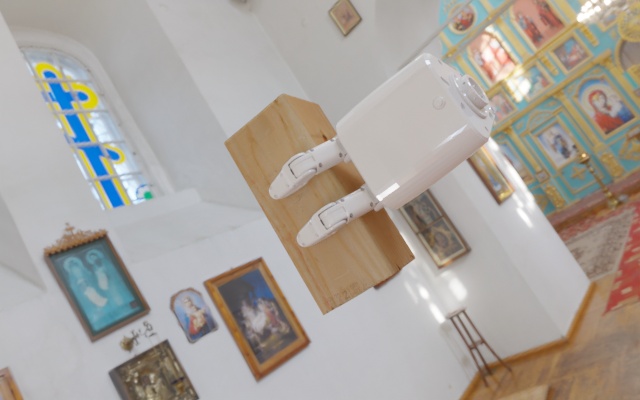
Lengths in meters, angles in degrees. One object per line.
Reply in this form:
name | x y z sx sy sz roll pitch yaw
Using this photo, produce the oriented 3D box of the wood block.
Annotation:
wood block | 0.000 0.001 0.509 0.090 0.206 0.091 -35 -11 22
